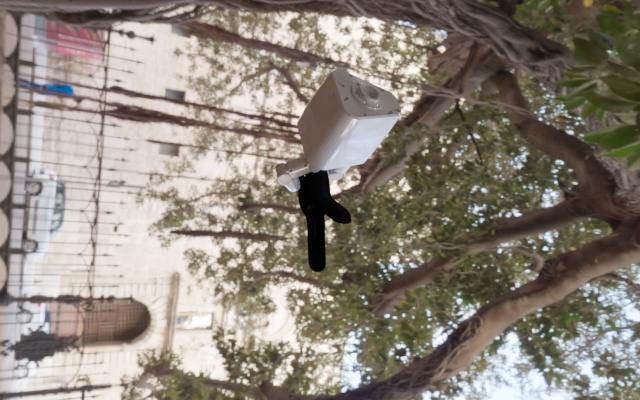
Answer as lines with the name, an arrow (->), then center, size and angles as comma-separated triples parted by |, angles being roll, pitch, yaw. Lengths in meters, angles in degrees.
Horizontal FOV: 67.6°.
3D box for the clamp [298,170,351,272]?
clamp -> 0.001, 0.002, 0.684 | 0.039, 0.171, 0.120 | 6, -36, -29
